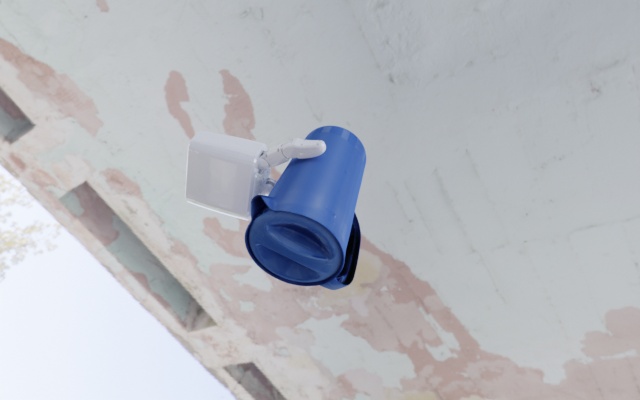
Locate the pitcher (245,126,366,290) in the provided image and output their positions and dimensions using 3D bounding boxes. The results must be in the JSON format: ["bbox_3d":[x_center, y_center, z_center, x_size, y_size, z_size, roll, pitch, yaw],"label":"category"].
[{"bbox_3d":[0.000,0.002,0.698,0.145,0.149,0.242,13,41,9],"label":"pitcher"}]
